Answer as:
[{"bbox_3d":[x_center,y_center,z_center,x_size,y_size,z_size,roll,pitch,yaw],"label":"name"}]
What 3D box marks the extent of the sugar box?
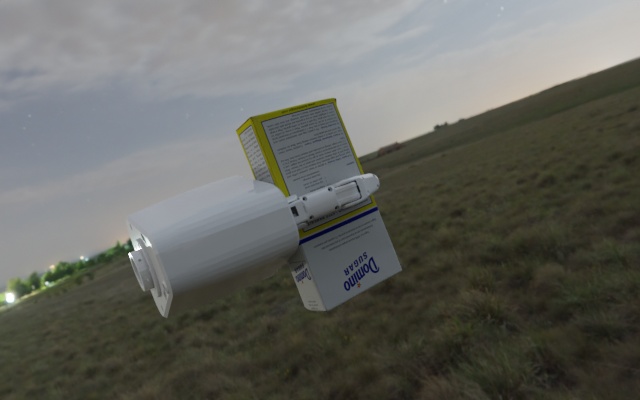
[{"bbox_3d":[0.000,0.001,0.435,0.093,0.176,0.048,-21,3,-31],"label":"sugar box"}]
